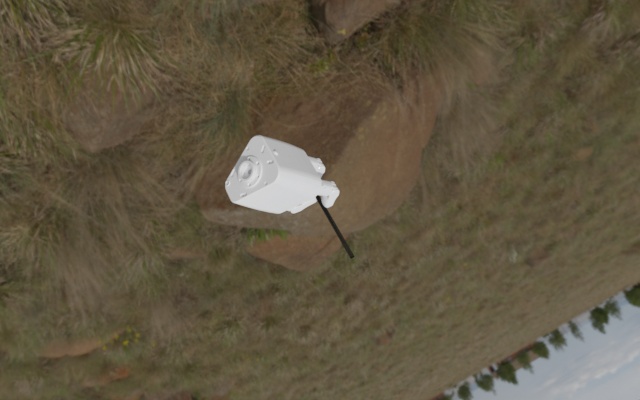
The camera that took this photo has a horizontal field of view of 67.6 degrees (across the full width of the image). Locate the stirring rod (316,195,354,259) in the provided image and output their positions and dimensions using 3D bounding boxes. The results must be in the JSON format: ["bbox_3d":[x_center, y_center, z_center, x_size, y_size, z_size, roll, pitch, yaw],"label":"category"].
[{"bbox_3d":[0.000,0.003,0.861,0.011,0.239,0.011,-23,-27,-13],"label":"stirring rod"}]
